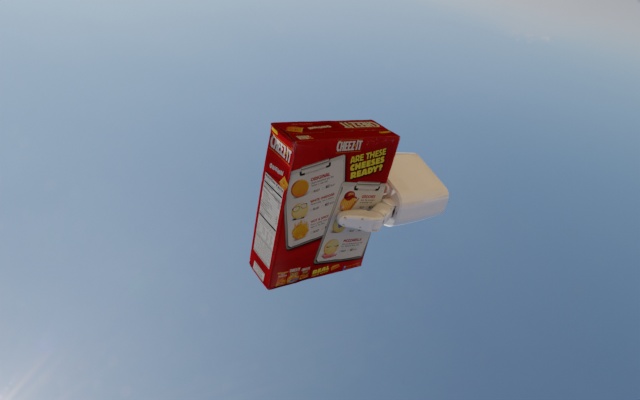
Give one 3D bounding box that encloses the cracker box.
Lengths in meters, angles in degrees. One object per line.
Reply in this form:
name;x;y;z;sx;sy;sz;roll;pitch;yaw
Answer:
cracker box;0.000;0.002;0.642;0.164;0.214;0.072;-8;34;-35
